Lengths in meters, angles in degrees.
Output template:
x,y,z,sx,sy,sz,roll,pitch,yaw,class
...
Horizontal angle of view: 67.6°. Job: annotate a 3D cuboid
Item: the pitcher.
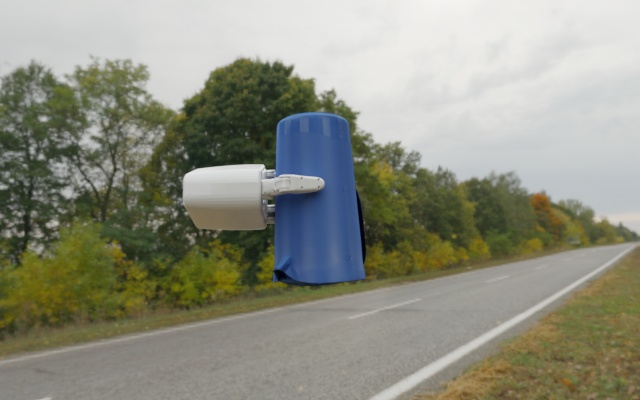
x,y,z,sx,sy,sz,roll,pitch,yaw,class
0.000,0.002,0.706,0.145,0.243,0.149,-2,-6,-3,pitcher
